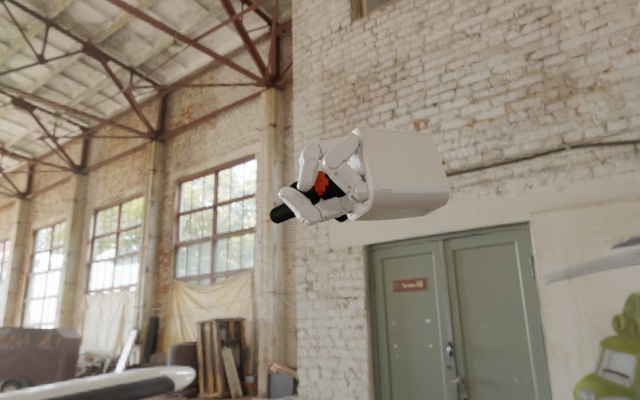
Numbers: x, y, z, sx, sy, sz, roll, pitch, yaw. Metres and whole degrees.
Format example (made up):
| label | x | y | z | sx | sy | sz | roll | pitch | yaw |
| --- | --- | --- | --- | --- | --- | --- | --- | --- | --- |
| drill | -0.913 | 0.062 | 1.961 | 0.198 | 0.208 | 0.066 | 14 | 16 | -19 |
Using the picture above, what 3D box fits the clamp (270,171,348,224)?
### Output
| label | x | y | z | sx | sy | sz | roll | pitch | yaw |
| --- | --- | --- | --- | --- | --- | --- | --- | --- | --- |
| clamp | 0.000 | 0.002 | 0.670 | 0.120 | 0.039 | 0.171 | -4 | -14 | -17 |
